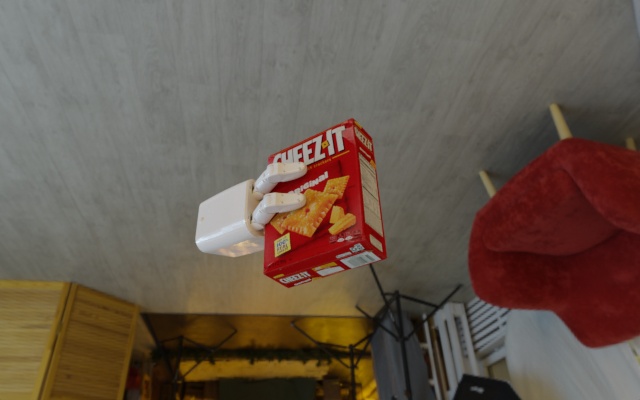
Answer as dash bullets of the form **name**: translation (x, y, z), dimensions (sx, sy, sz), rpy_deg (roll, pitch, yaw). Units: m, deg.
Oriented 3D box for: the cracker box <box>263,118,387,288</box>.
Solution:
- **cracker box**: translation (0.000, 0.003, 0.702), dimensions (0.164, 0.213, 0.072), rpy_deg (-21, -38, 25)
